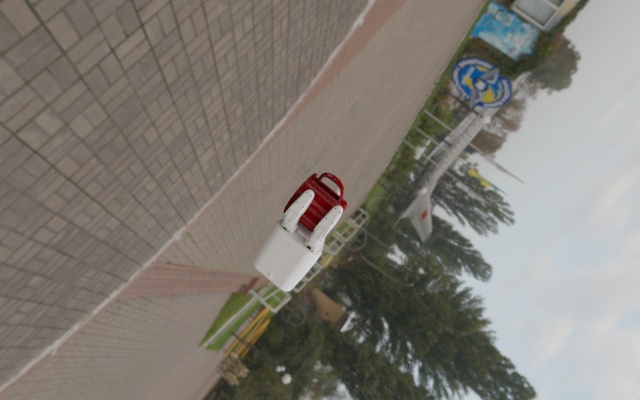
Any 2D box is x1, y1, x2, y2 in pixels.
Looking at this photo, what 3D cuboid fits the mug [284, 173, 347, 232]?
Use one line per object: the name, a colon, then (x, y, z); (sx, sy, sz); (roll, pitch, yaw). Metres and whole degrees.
mug: (0.001, 0.002, 0.852); (0.081, 0.117, 0.093); (39, 29, 6)
